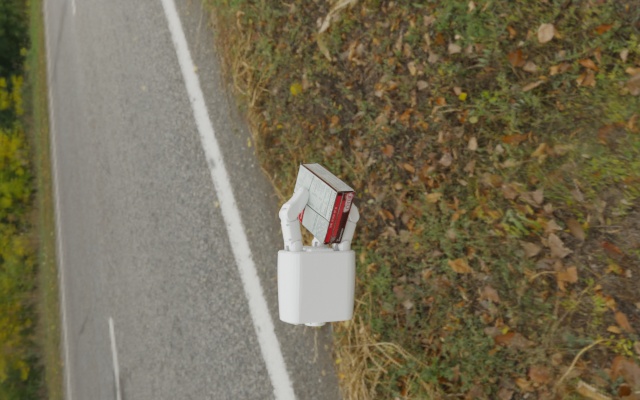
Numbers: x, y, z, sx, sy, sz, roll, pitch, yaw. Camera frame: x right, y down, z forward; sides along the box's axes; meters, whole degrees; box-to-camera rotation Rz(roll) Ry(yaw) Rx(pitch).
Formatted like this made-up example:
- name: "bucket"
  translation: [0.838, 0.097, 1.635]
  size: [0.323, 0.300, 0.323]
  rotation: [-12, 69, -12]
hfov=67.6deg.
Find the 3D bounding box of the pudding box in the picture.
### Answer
- name: "pudding box"
  translation: [0.000, 0.002, 0.736]
  size: [0.039, 0.090, 0.113]
  rotation: [-2, 27, -37]
